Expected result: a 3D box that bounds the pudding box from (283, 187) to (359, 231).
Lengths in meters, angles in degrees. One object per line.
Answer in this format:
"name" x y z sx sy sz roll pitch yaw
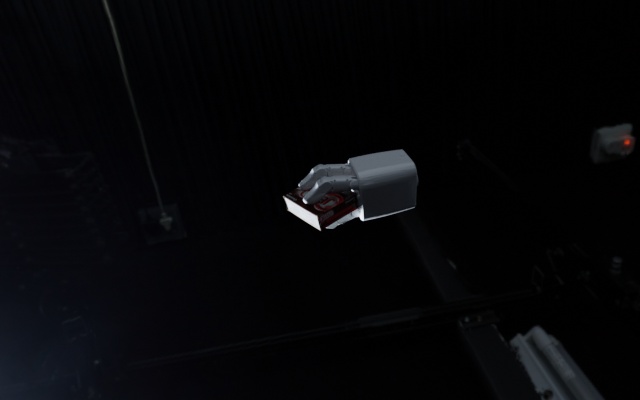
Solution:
"pudding box" 0.000 0.003 0.876 0.090 0.039 0.113 -29 32 -26
